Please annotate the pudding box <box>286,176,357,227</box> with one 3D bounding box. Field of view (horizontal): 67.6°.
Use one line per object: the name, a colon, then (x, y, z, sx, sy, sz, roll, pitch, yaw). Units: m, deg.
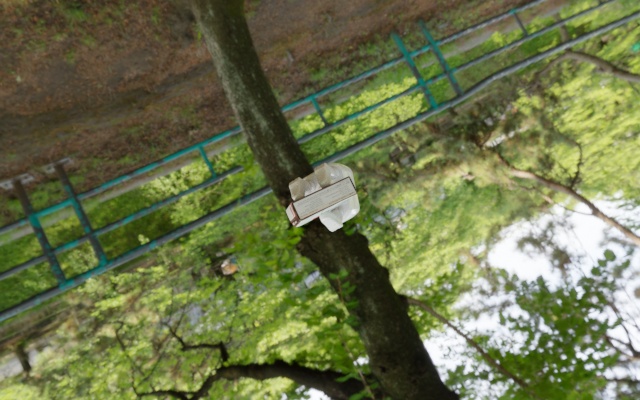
pudding box: (0.000, 0.003, 0.826, 0.113, 0.039, 0.090, -27, -5, -13)
